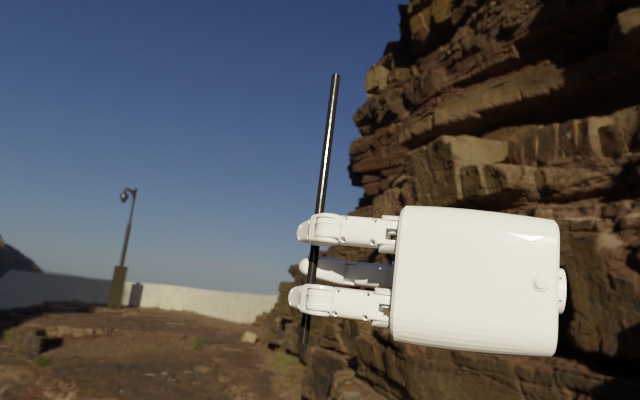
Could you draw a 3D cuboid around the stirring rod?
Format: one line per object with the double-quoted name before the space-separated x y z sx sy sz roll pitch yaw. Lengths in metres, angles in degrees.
"stirring rod" 0.000 0.001 0.419 0.011 0.239 0.011 7 -11 1
